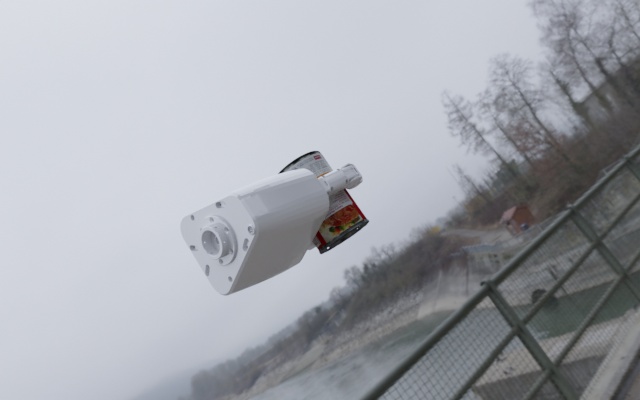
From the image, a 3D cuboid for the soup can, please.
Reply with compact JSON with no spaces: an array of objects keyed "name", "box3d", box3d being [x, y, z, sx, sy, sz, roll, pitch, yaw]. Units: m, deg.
[{"name":"soup can","box3d":[0.000,0.001,0.556,0.068,0.102,0.068,-33,-11,-7]}]
